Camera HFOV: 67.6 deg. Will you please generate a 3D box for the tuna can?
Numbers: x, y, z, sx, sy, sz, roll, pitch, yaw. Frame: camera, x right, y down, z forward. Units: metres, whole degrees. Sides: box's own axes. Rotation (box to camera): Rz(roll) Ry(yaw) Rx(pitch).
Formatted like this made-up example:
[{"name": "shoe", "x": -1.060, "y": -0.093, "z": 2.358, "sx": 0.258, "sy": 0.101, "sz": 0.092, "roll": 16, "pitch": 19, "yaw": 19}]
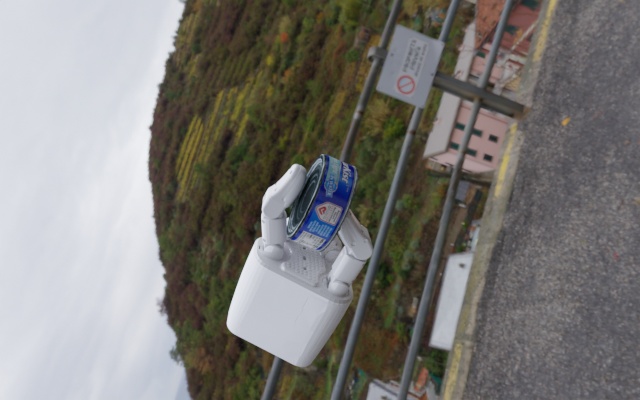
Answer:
[{"name": "tuna can", "x": 0.000, "y": 0.001, "z": 0.440, "sx": 0.034, "sy": 0.086, "sz": 0.086, "roll": 23, "pitch": -5, "yaw": -12}]
